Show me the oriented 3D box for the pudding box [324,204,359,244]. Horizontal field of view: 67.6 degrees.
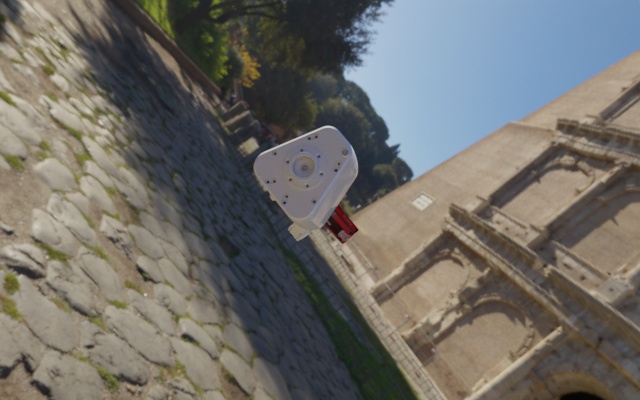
[{"bbox_3d":[0.000,0.002,0.711,0.039,0.113,0.090,-38,-38,0],"label":"pudding box"}]
